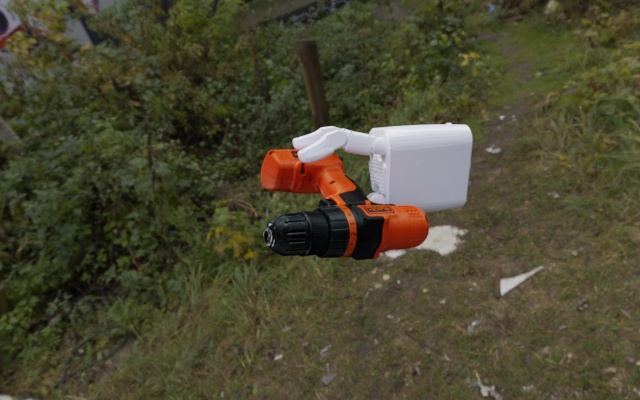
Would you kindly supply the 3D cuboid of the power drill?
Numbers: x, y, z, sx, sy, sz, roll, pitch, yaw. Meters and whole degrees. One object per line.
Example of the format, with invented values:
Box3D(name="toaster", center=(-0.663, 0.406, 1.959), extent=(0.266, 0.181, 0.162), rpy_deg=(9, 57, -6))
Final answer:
Box3D(name="power drill", center=(0.000, 0.001, 0.533), extent=(0.184, 0.057, 0.187), rpy_deg=(0, 27, -30))
